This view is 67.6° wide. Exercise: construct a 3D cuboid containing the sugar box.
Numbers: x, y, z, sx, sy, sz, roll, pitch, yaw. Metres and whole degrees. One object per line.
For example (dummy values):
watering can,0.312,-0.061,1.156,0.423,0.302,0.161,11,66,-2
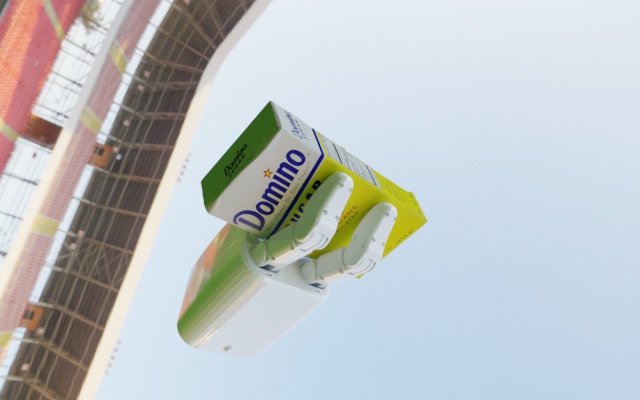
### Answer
sugar box,0.000,0.002,0.401,0.176,0.048,0.093,26,-61,-38
